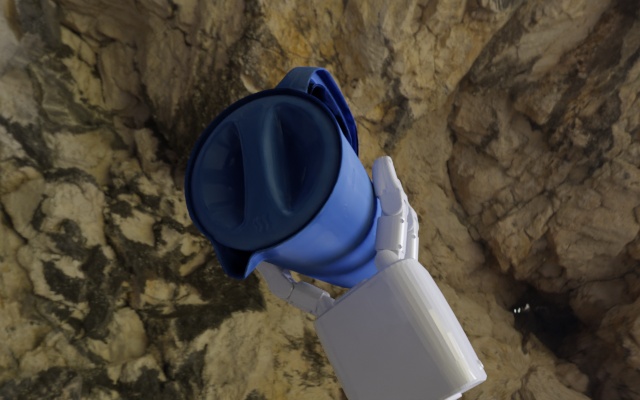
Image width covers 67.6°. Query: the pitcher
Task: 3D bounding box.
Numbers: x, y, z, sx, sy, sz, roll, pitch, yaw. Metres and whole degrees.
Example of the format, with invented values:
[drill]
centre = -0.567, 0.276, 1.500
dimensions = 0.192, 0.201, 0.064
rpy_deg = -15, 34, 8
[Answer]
[pitcher]
centre = 0.000, 0.002, 0.456
dimensions = 0.149, 0.145, 0.243
rpy_deg = -34, -28, 8
